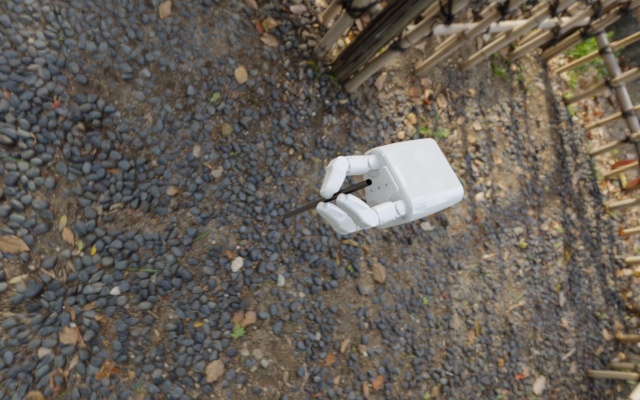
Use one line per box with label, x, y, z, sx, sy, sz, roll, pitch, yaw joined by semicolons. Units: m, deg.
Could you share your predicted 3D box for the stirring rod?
stirring rod;0.000;0.002;0.651;0.011;0.011;0.239;0;-11;-28
